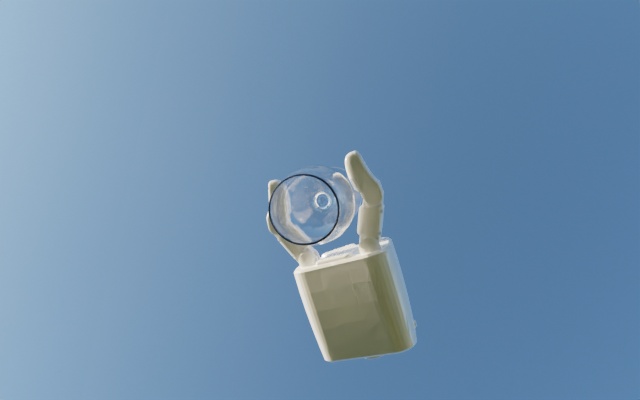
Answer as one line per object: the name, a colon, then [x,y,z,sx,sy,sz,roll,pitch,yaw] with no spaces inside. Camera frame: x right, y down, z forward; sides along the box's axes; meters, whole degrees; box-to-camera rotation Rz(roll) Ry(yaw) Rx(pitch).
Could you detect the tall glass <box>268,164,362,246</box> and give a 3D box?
tall glass: [0.000,0.001,0.502,0.079,0.079,0.201,0,3,9]
